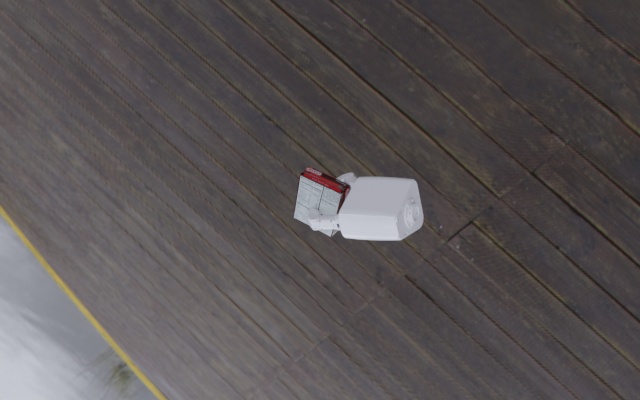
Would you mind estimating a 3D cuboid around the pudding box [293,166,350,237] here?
[{"bbox_3d":[0.000,0.003,0.887,0.090,0.114,0.039,27,41,17],"label":"pudding box"}]
